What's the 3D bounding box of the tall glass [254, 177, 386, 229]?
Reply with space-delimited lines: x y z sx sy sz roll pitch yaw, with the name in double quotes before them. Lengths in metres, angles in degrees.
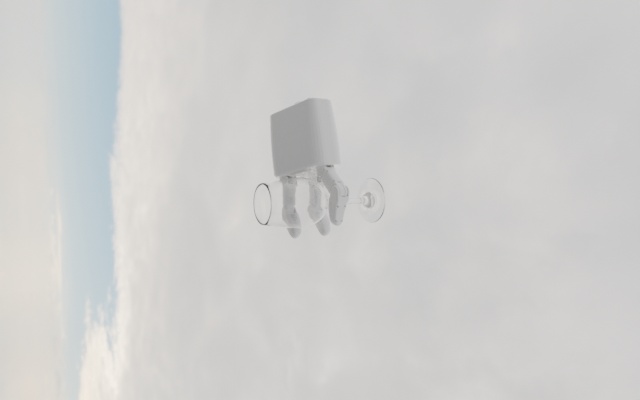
"tall glass" 0.001 0.003 0.741 0.201 0.079 0.079 -2 1 -32
